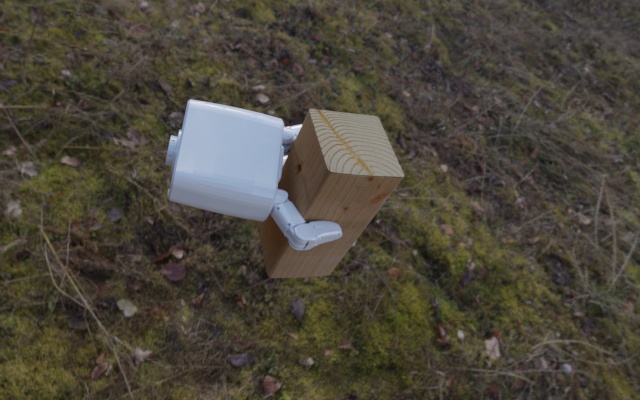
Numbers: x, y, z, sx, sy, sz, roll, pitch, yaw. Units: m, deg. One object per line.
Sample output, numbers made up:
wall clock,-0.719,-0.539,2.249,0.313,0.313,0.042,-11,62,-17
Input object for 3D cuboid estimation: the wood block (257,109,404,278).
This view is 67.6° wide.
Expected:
wood block,0.000,0.002,0.567,0.090,0.090,0.206,2,-38,-25
